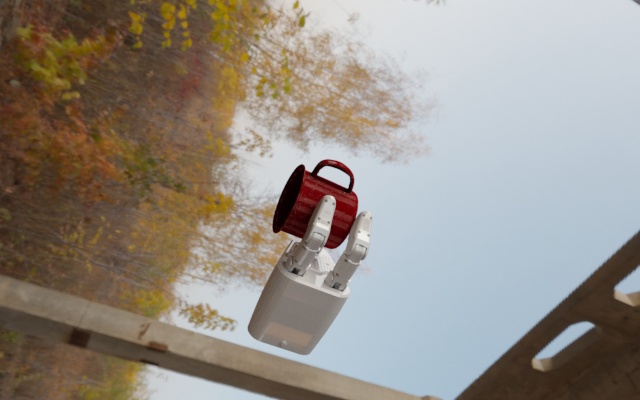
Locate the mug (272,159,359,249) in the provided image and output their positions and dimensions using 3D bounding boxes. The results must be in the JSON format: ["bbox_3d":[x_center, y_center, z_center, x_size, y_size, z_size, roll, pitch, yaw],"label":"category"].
[{"bbox_3d":[0.001,0.001,0.599,0.081,0.117,0.093,23,22,-16],"label":"mug"}]
